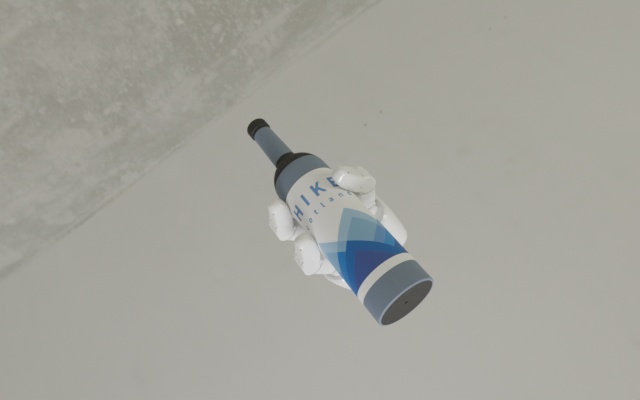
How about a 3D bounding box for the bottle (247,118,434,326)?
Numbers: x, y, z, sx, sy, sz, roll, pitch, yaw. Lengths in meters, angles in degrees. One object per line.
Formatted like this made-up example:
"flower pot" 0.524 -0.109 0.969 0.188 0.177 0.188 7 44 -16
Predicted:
"bottle" 0.000 0.002 0.526 0.069 0.069 0.295 0 40 -46
